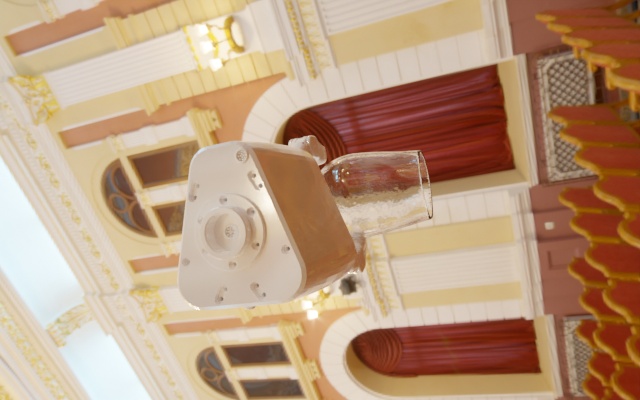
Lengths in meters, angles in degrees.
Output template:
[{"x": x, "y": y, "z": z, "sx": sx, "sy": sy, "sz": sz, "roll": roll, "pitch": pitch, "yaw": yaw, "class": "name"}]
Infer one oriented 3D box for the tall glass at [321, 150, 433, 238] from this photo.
[{"x": -0.001, "y": 0.002, "z": 0.451, "sx": 0.201, "sy": 0.079, "sz": 0.079, "roll": -9, "pitch": -3, "yaw": 19, "class": "tall glass"}]
